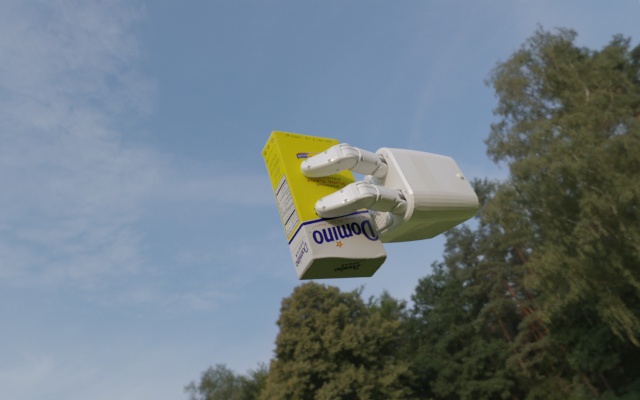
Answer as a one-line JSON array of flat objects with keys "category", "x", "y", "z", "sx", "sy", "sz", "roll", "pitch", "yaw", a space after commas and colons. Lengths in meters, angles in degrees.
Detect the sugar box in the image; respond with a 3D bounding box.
[{"category": "sugar box", "x": 0.000, "y": 0.001, "z": 0.531, "sx": 0.093, "sy": 0.176, "sz": 0.048, "roll": 2, "pitch": -42, "yaw": -30}]
